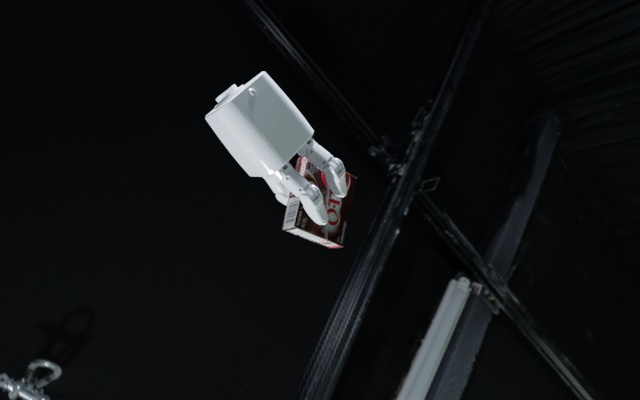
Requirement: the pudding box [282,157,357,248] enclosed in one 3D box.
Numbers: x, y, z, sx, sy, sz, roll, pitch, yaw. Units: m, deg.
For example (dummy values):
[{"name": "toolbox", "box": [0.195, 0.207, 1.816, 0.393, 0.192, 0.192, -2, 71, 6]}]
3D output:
[{"name": "pudding box", "box": [0.000, 0.002, 0.683, 0.090, 0.113, 0.039, 24, -20, -32]}]
